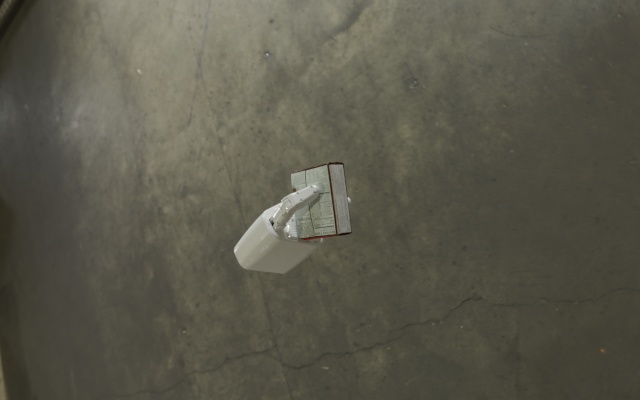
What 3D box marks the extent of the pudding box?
[{"bbox_3d":[0.000,0.002,0.746,0.090,0.113,0.039,-10,-3,44],"label":"pudding box"}]
